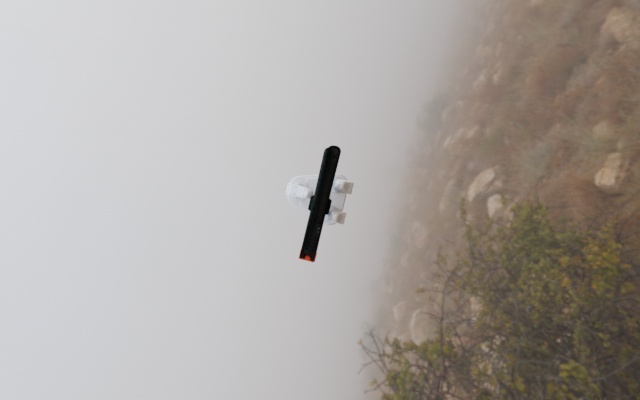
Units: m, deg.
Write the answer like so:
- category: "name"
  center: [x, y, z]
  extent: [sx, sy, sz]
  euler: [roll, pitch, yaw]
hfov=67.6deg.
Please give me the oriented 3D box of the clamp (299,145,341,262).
- category: "clamp"
  center: [-0.001, 0.003, 0.802]
  extent: [0.036, 0.210, 0.164]
  euler: [14, 1, 2]
